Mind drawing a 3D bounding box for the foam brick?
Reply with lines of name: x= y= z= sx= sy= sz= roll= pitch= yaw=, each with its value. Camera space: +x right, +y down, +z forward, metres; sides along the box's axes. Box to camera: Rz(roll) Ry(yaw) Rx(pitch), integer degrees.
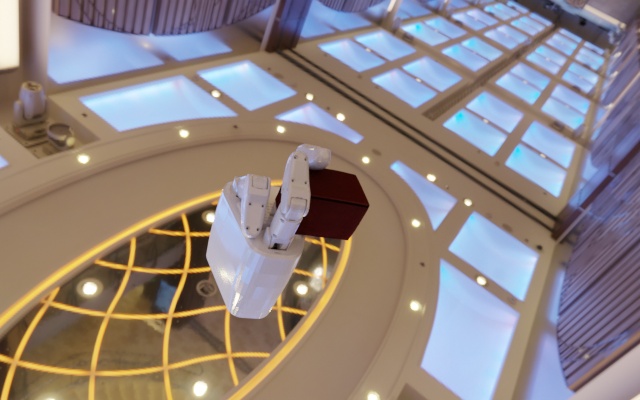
foam brick: x=0.000 y=0.002 z=0.490 sx=0.078 sy=0.051 sz=0.053 roll=10 pitch=37 yaw=-21
